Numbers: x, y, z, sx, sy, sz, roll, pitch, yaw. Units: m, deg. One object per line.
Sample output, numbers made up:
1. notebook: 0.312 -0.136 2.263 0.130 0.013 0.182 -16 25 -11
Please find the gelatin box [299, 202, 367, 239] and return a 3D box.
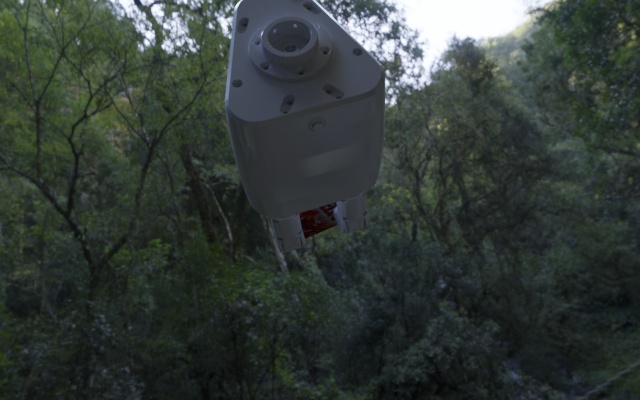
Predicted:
1. gelatin box: 0.000 0.001 0.447 0.073 0.030 0.089 -23 -24 5
